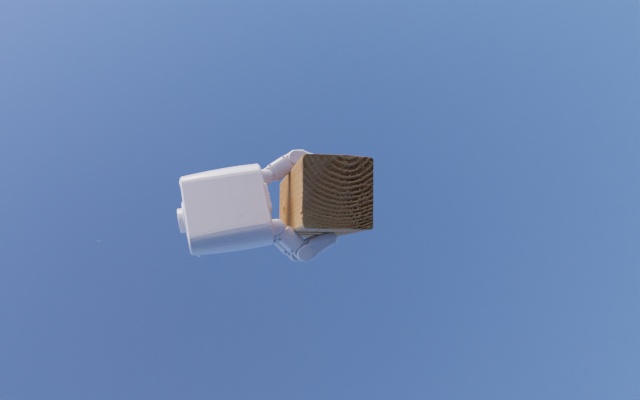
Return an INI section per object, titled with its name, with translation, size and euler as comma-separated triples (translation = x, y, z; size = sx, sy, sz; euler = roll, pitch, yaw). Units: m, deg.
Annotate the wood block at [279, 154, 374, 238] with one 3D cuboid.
[wood block]
translation = 0.000, 0.002, 0.664
size = 0.090, 0.091, 0.206
euler = 2, -7, -12
